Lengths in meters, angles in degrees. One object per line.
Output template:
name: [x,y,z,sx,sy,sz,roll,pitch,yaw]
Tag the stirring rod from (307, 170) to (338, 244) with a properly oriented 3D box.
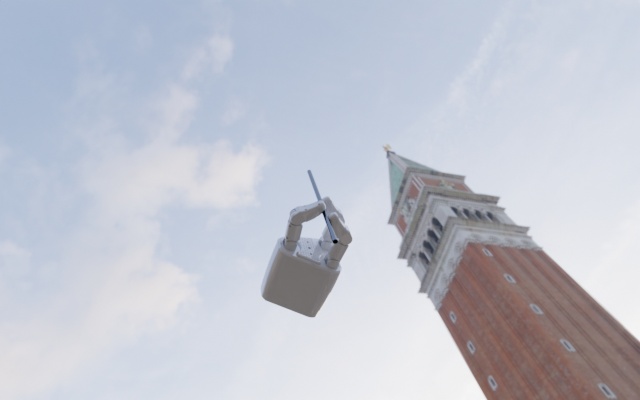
stirring rod: [0.000,0.003,0.794,0.011,0.011,0.239,0,28,-12]
